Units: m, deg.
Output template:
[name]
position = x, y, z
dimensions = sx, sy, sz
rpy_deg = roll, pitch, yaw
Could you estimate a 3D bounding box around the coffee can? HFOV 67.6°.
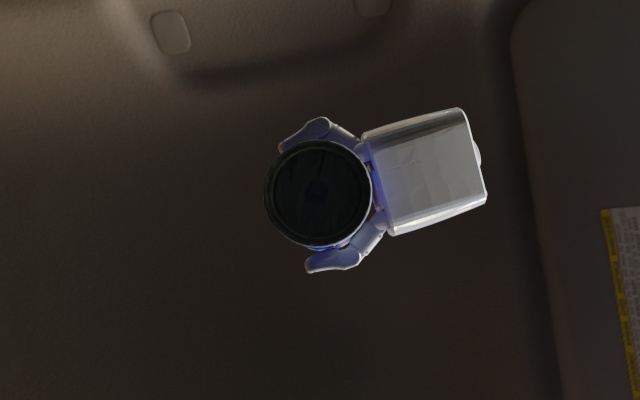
[coffee can]
position = 0.000, 0.002, 0.516
dimensions = 0.103, 0.103, 0.140
rpy_deg = 0, -8, 3
